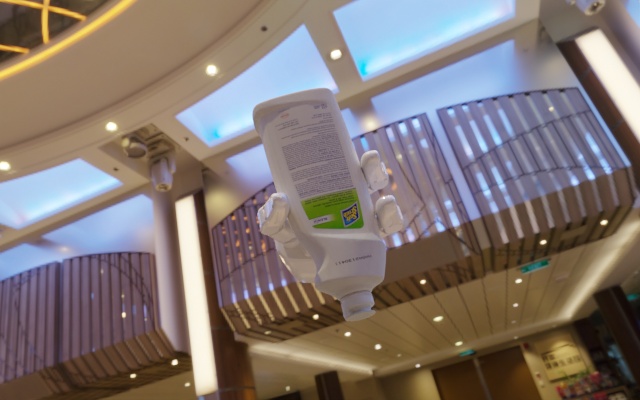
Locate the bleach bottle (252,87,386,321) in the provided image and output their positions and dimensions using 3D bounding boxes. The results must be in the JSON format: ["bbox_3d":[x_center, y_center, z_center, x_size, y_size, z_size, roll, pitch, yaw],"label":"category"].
[{"bbox_3d":[0.000,0.002,0.498,0.102,0.250,0.068,-15,-27,0],"label":"bleach bottle"}]
